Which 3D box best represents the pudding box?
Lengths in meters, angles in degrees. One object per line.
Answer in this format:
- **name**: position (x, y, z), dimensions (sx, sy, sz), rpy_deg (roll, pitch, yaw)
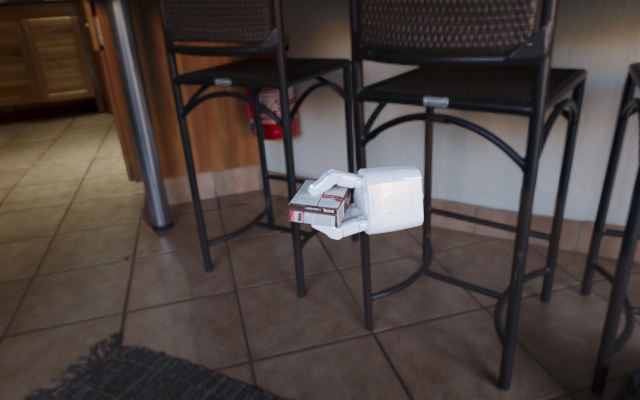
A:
- **pudding box**: position (0.000, 0.003, 0.850), dimensions (0.090, 0.039, 0.113), rpy_deg (6, 25, 13)
